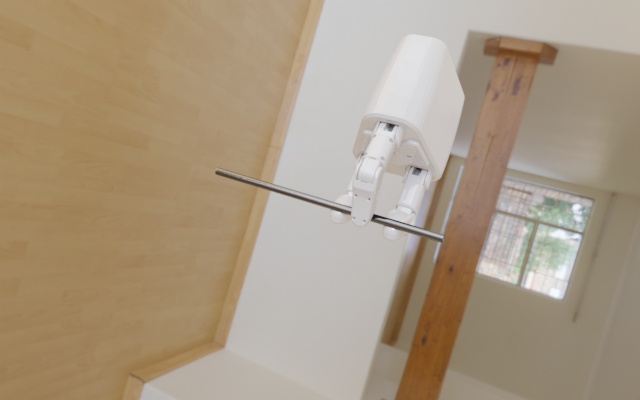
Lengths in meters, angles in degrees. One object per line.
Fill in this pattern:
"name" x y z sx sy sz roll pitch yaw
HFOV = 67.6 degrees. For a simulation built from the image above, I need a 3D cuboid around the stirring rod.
"stirring rod" 0.000 0.001 0.463 0.239 0.011 0.011 17 6 20
